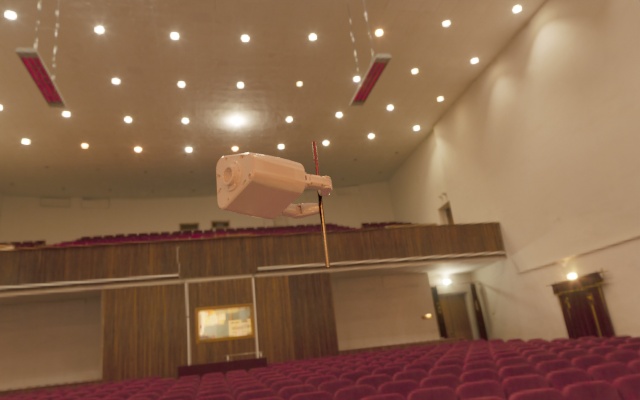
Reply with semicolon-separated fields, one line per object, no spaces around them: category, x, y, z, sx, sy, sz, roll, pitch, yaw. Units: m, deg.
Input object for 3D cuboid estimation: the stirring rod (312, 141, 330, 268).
stirring rod;0.000;0.003;0.865;0.011;0.239;0.011;-6;-18;-2
